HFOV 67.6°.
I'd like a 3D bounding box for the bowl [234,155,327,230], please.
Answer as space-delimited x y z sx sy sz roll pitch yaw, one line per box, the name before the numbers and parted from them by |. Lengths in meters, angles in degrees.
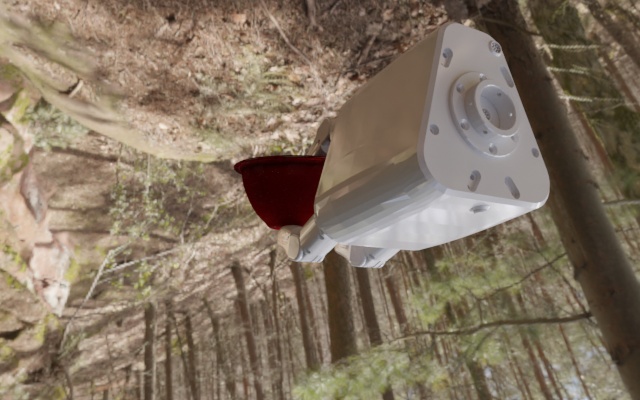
bowl | 0.000 0.002 0.438 0.162 0.055 0.162 4 -6 0
